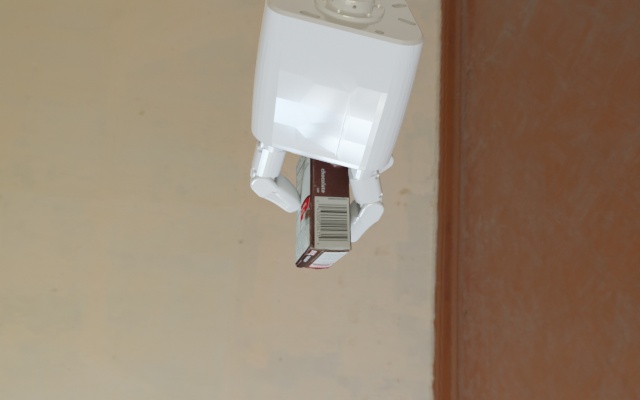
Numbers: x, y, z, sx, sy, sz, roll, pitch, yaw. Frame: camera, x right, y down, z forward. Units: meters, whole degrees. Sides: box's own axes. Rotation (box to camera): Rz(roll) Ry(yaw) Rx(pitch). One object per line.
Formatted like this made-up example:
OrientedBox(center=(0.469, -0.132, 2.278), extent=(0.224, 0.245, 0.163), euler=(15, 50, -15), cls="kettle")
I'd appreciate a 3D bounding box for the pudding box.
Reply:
OrientedBox(center=(0.000, 0.001, 0.449), extent=(0.039, 0.113, 0.090), euler=(4, -18, -10), cls="pudding box")
